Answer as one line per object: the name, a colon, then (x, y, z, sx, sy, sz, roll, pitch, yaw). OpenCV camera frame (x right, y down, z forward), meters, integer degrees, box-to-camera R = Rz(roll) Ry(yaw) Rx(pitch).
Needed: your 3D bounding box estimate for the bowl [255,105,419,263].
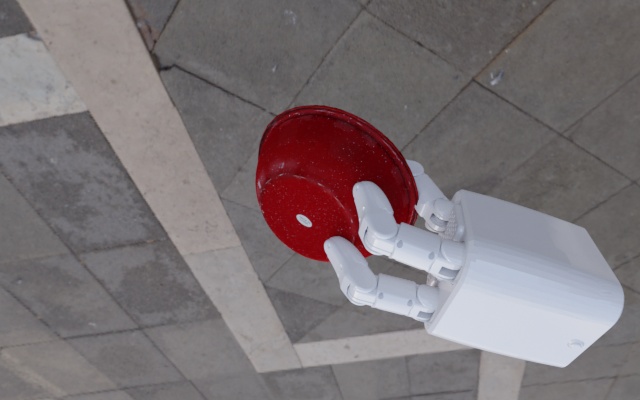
bowl: (-0.001, 0.001, 0.418, 0.162, 0.162, 0.055, 0, 35, 35)
